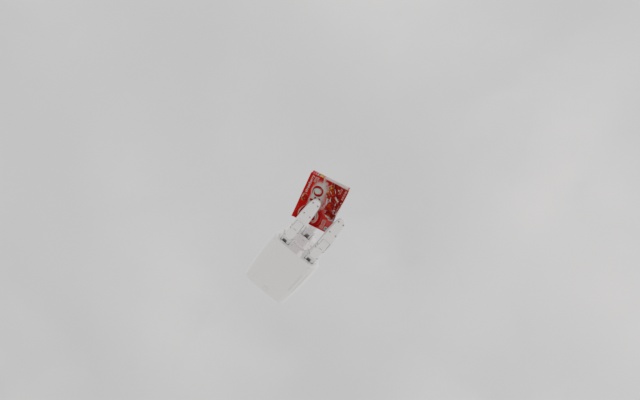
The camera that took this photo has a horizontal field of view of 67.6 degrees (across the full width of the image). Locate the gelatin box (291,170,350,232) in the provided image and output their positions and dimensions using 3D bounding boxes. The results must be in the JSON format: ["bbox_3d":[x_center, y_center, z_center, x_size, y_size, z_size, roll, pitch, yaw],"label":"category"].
[{"bbox_3d":[0.000,0.002,0.834,0.073,0.089,0.030,27,16,3],"label":"gelatin box"}]
